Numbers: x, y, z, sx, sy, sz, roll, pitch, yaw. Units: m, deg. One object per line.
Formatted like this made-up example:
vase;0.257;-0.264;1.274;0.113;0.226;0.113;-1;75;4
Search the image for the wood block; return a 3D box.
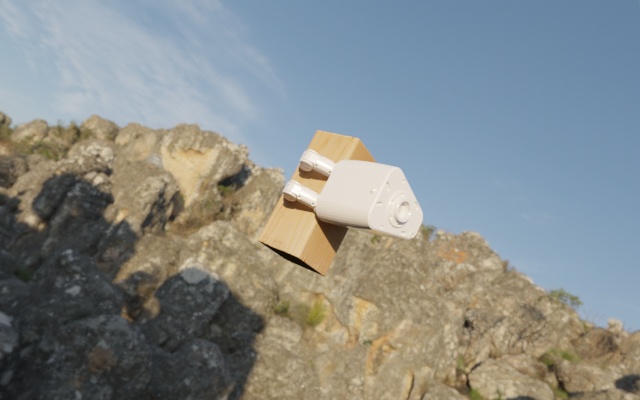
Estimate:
wood block;0.001;0.003;0.769;0.090;0.206;0.091;17;-17;38
